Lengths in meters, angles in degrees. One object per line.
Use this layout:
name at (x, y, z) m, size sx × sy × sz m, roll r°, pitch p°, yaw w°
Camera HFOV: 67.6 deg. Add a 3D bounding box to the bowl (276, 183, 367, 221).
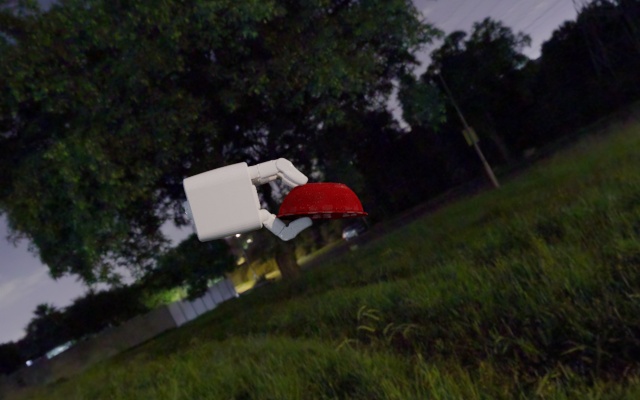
bowl at (0.001, 0.002, 0.831) m, size 0.162 × 0.055 × 0.162 m, roll -2°, pitch -6°, yaw 0°
